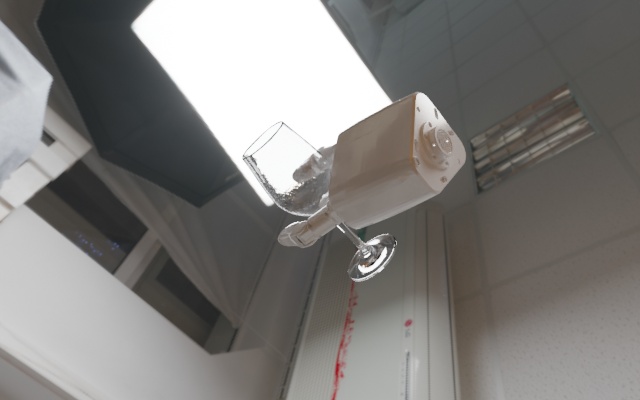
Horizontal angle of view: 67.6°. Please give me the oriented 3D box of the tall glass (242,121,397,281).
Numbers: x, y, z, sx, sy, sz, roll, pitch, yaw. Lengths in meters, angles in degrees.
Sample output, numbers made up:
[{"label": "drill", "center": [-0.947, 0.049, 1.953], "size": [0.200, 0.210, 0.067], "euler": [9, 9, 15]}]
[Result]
[{"label": "tall glass", "center": [0.000, 0.002, 0.556], "size": [0.201, 0.079, 0.079], "euler": [47, -19, -19]}]
